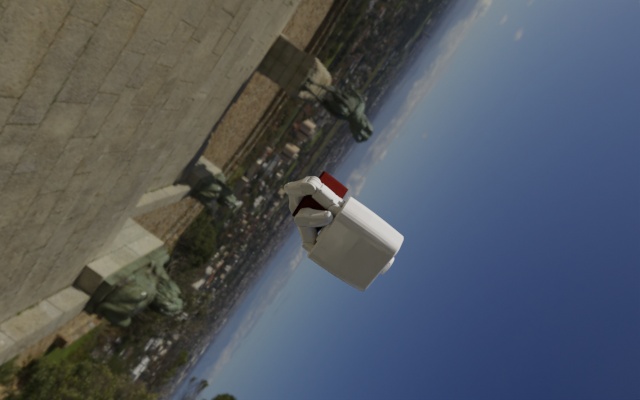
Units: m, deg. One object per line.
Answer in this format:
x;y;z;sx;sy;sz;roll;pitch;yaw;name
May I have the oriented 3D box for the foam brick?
0.000;0.002;0.763;0.051;0.053;0.078;35;44;0;foam brick
